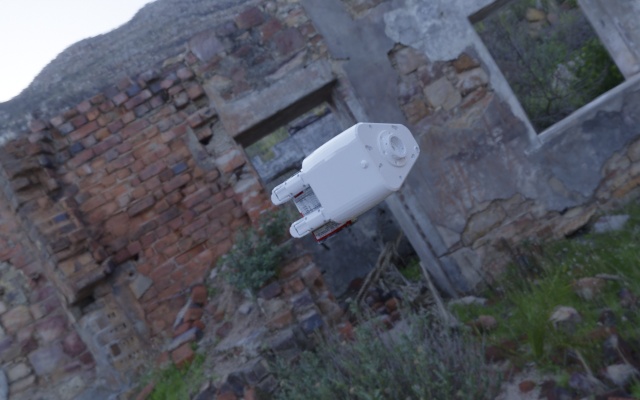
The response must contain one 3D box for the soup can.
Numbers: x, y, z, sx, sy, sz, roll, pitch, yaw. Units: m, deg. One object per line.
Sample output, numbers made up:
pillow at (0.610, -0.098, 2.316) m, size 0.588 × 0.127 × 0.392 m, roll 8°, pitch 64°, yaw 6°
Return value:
soup can at (0.000, 0.002, 0.686) m, size 0.068 × 0.102 × 0.068 m, roll -30°, pitch -1°, yaw -1°
